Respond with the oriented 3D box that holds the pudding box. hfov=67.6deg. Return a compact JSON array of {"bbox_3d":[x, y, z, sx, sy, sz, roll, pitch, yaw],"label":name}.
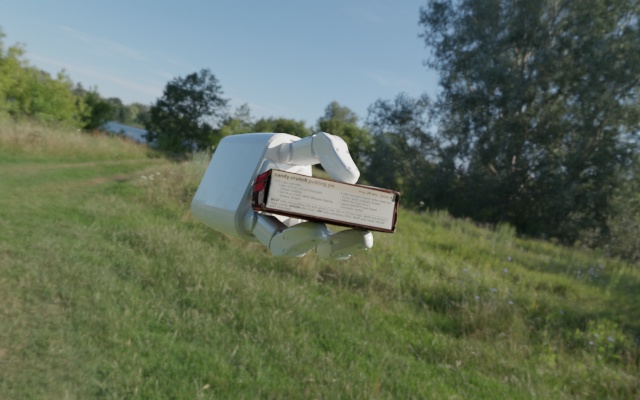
[{"bbox_3d":[0.000,0.001,0.419,0.113,0.039,0.090,9,-2,-13],"label":"pudding box"}]
